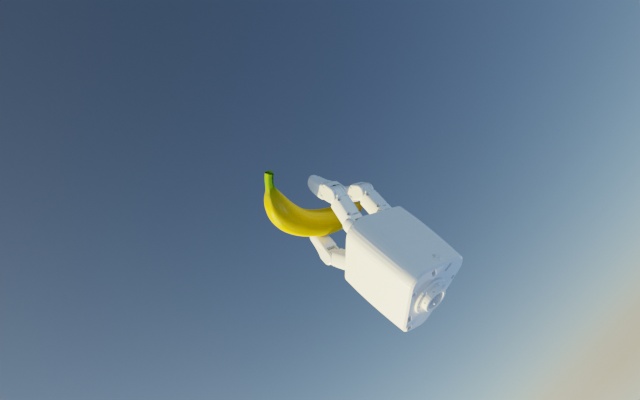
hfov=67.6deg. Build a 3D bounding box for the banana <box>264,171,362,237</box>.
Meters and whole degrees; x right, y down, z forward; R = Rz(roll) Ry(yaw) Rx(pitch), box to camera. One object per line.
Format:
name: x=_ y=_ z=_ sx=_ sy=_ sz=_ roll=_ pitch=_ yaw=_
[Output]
banana: x=-0.011 y=0.018 z=0.646 sx=0.037 sy=0.069 sz=0.198 roll=36 pitch=12 yaw=39
